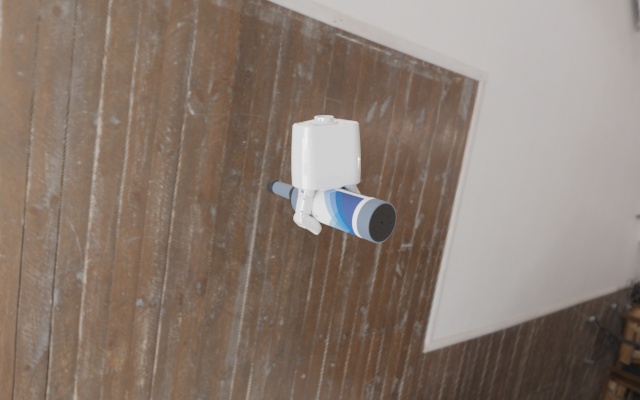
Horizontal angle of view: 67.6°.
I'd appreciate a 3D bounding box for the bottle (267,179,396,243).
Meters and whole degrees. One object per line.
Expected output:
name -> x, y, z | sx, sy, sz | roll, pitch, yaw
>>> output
bottle -> 0.000, 0.003, 0.846 | 0.069, 0.069, 0.295 | 0, 12, -42
